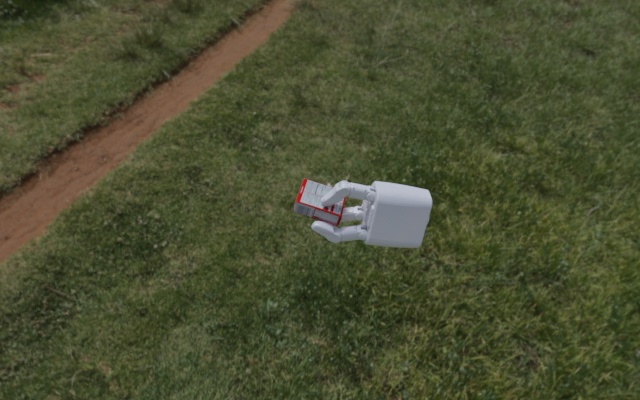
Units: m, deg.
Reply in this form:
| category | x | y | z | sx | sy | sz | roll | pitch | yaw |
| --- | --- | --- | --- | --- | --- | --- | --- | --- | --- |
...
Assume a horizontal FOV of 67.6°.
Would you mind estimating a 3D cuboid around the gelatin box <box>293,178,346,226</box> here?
| category | x | y | z | sx | sy | sz | roll | pitch | yaw |
| --- | --- | --- | --- | --- | --- | --- | --- | --- | --- |
| gelatin box | 0.000 | 0.002 | 0.888 | 0.089 | 0.030 | 0.073 | 18 | 41 | -1 |
